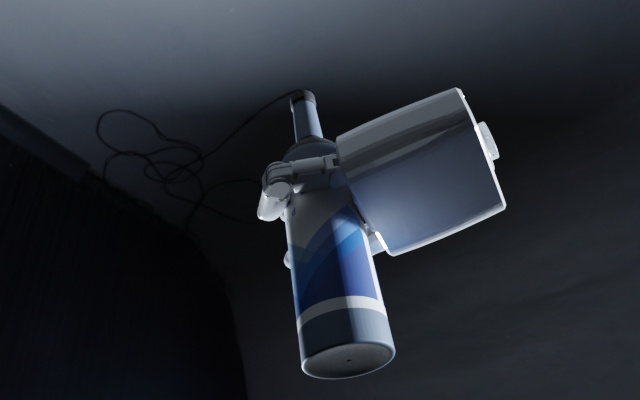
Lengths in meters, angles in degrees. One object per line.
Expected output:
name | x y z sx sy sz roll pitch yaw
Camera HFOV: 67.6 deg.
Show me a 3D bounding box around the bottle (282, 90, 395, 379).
bottle | 0.000 0.002 0.428 0.069 0.295 0.069 -6 -40 -5
